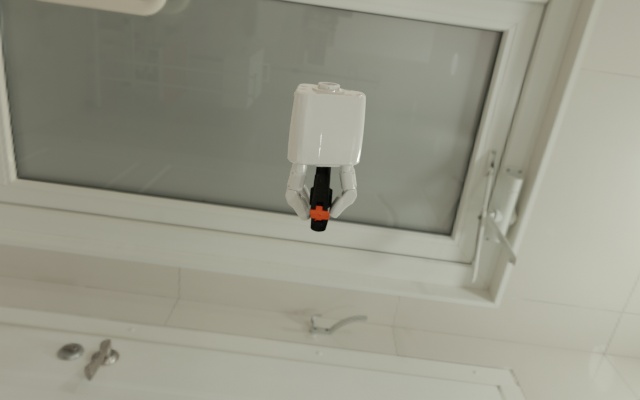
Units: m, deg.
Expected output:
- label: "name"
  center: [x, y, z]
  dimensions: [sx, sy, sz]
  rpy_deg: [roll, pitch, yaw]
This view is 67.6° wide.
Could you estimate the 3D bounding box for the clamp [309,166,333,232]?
- label: "clamp"
  center: [0.001, 0.003, 0.778]
  dimensions: [0.036, 0.165, 0.210]
  rpy_deg: [4, 22, 0]
